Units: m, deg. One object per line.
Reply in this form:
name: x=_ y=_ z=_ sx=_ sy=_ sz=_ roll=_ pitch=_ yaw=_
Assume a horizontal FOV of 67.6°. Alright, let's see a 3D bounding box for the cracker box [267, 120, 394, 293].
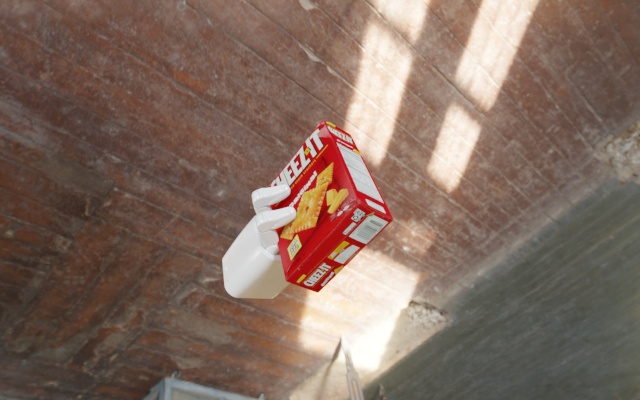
cracker box: x=0.000 y=0.003 z=0.720 sx=0.072 sy=0.164 sz=0.213 roll=26 pitch=28 yaw=-33
